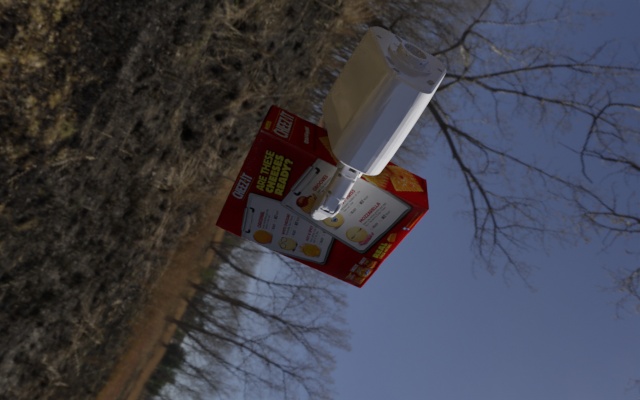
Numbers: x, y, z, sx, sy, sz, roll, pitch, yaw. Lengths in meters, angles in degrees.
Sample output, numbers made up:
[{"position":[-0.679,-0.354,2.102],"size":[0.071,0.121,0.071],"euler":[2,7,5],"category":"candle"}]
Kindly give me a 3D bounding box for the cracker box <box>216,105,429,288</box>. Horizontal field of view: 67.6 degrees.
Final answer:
[{"position":[0.000,0.002,0.598],"size":[0.214,0.164,0.072],"euler":[25,38,-10],"category":"cracker box"}]
